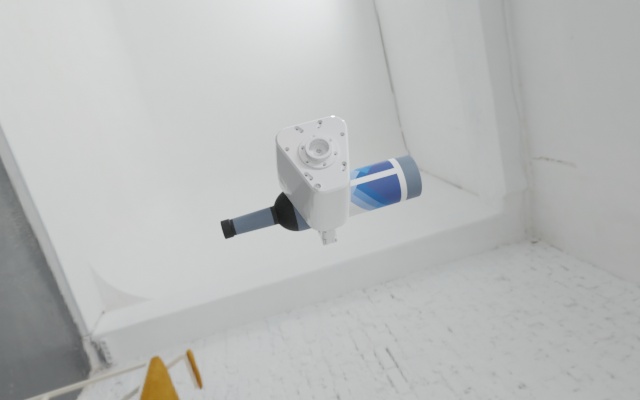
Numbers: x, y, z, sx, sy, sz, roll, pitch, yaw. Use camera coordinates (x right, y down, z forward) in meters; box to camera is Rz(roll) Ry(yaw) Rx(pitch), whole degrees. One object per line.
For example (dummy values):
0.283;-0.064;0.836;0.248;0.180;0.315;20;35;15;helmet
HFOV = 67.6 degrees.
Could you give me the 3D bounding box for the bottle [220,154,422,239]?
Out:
0.000;0.002;0.704;0.295;0.069;0.069;-16;2;-8;bottle
